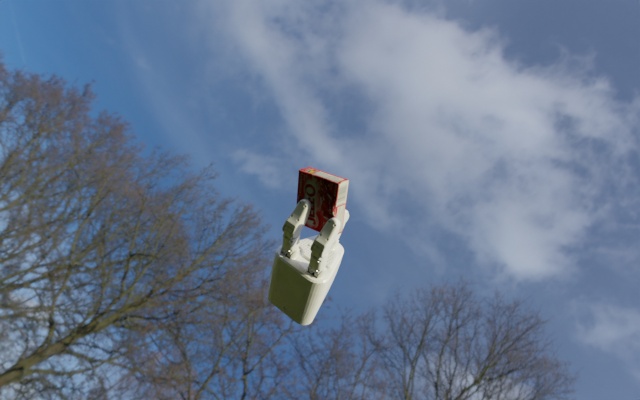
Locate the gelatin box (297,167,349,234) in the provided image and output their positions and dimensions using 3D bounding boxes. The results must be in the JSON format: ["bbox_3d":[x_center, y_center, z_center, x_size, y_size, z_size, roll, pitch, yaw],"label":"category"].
[{"bbox_3d":[0.000,0.002,0.713,0.073,0.089,0.030,21,27,31],"label":"gelatin box"}]
